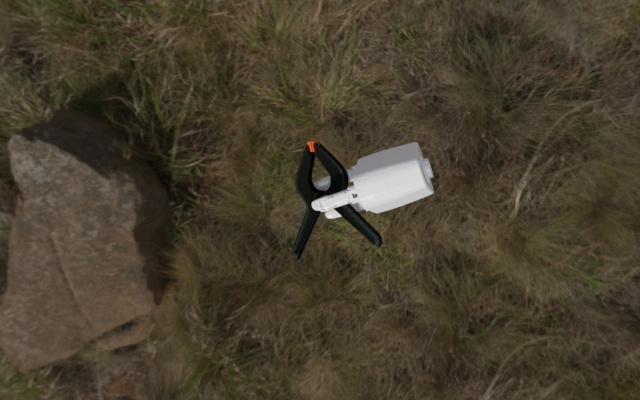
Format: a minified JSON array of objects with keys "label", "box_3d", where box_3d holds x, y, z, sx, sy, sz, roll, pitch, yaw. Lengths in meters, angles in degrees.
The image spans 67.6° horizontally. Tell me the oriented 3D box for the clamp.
[{"label":"clamp","box_3d":[0.000,0.002,0.834,0.164,0.210,0.036,-18,4,17]}]
